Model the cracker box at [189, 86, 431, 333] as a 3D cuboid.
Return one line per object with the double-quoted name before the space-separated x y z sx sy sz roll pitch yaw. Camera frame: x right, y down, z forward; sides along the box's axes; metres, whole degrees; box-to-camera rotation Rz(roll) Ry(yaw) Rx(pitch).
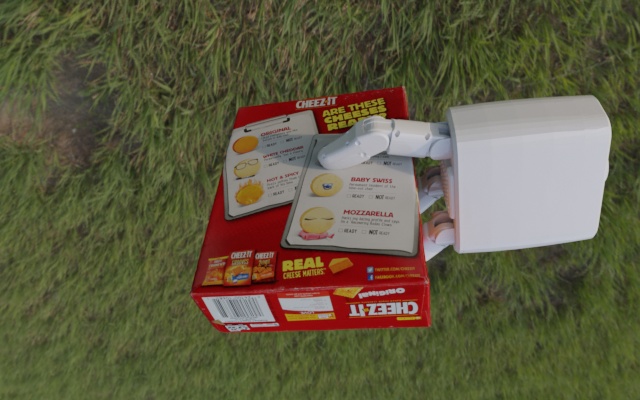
"cracker box" 0.000 0.001 0.405 0.164 0.213 0.072 -5 -43 9
